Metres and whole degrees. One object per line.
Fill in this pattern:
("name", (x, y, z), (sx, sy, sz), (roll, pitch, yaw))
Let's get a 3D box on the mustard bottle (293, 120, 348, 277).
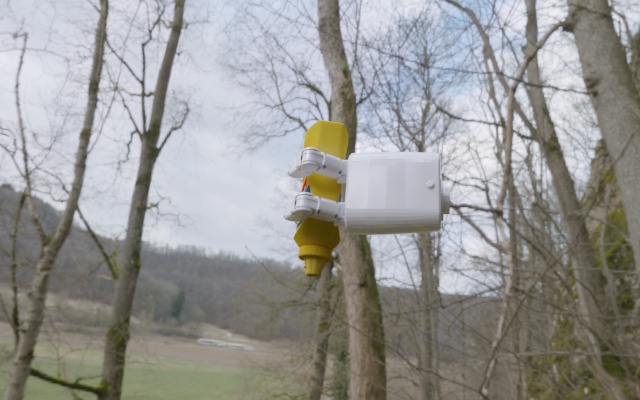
("mustard bottle", (0.000, 0.002, 0.609), (0.058, 0.191, 0.096), (8, -21, -8))
